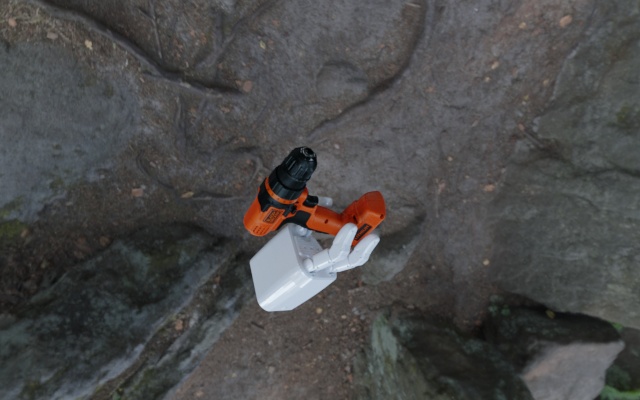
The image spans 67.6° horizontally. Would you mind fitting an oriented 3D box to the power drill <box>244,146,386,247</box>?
[{"bbox_3d":[0.000,0.003,0.707,0.188,0.057,0.184,15,-40,-26],"label":"power drill"}]
